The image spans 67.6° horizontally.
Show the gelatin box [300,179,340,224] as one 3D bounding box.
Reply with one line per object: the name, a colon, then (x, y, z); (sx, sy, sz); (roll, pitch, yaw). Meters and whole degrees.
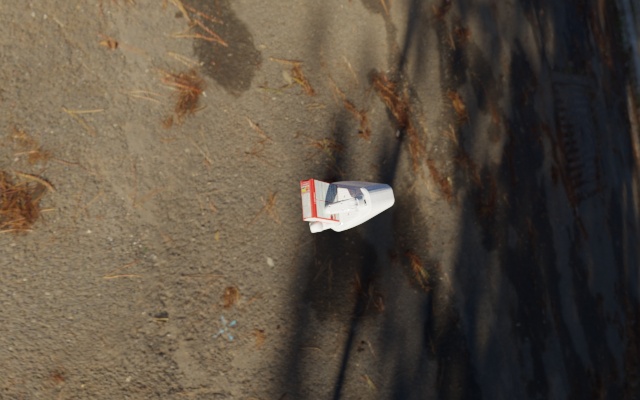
gelatin box: (0.000, 0.003, 0.892); (0.030, 0.073, 0.089); (-11, -13, 32)
